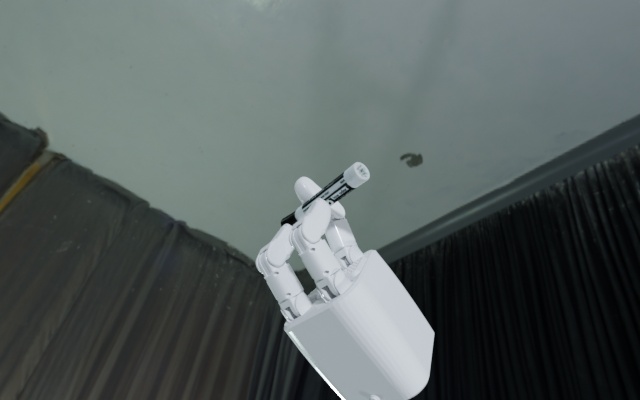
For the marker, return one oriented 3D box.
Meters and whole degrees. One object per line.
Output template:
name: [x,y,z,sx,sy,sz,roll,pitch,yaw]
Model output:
marker: [0.000,0.002,0.462,0.020,0.020,0.121,0,-28,-44]
